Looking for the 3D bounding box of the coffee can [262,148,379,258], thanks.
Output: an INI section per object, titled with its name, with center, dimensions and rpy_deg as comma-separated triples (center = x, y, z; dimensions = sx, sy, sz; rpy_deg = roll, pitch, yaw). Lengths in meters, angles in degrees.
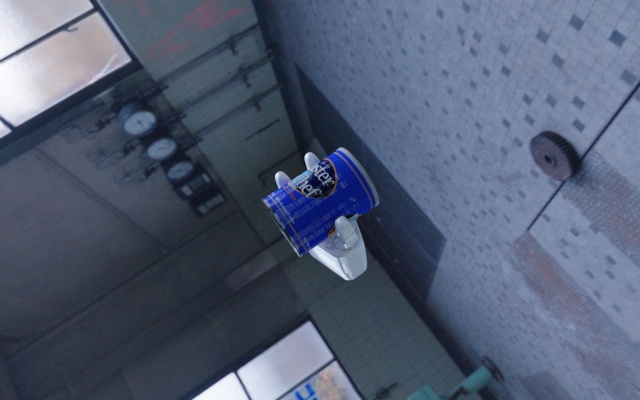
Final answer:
[coffee can]
center = 0.000, 0.002, 0.702
dimensions = 0.140, 0.103, 0.103
rpy_deg = -34, 5, -8
